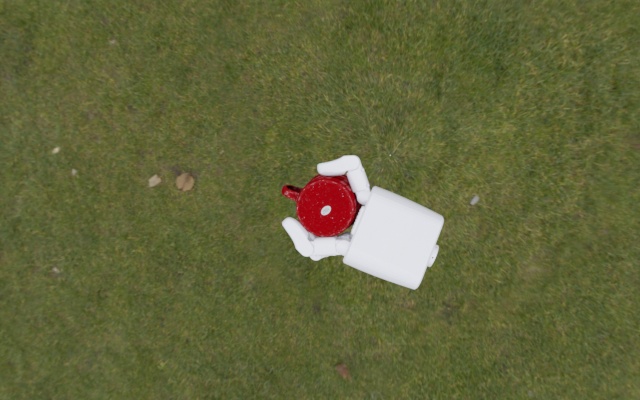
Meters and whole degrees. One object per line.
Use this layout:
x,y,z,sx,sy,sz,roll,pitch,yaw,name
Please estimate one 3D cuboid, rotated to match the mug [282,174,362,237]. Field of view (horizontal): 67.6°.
-0.001,0.002,0.681,0.117,0.093,0.081,22,8,5,mug
